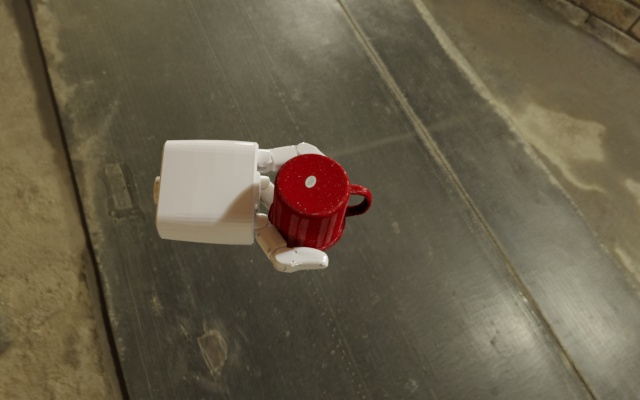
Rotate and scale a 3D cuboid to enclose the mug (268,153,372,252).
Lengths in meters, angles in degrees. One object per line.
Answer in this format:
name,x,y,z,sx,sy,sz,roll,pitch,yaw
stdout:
mug,0.002,0.002,0.534,0.117,0.093,0.081,1,-30,-6
